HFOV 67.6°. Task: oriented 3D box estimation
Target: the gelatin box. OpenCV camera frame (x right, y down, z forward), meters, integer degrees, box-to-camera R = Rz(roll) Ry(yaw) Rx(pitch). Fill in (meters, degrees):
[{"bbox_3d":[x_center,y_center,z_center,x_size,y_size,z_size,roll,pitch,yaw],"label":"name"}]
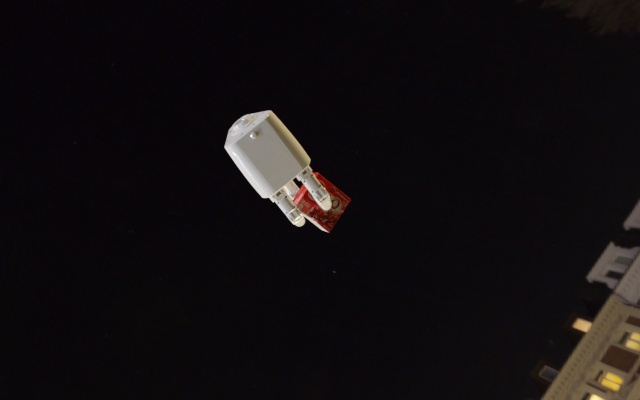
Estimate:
[{"bbox_3d":[0.000,0.003,0.846,0.089,0.073,0.030,39,-11,-30],"label":"gelatin box"}]
